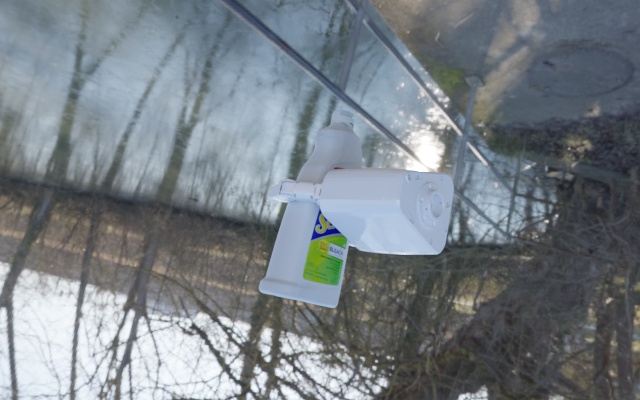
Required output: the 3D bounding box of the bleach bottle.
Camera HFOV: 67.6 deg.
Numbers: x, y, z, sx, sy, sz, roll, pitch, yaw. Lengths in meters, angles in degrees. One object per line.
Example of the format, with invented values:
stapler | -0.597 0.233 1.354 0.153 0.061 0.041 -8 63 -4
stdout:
bleach bottle | 0.000 0.002 0.606 0.068 0.250 0.102 0 -16 44
